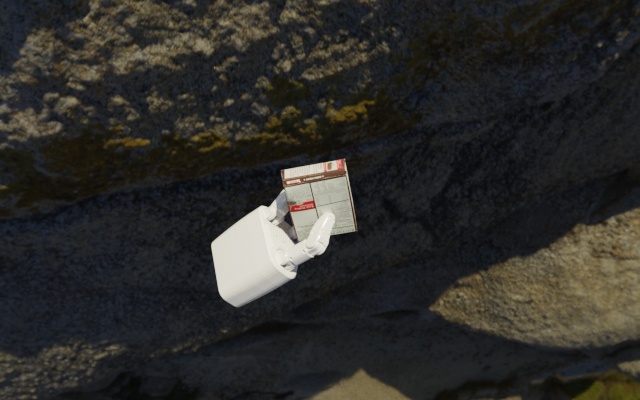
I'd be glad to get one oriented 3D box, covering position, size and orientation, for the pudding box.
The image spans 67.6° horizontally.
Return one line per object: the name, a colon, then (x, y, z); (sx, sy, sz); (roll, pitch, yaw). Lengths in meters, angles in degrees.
pudding box: (0.000, 0.002, 0.670); (0.090, 0.114, 0.039); (-11, 43, 2)
